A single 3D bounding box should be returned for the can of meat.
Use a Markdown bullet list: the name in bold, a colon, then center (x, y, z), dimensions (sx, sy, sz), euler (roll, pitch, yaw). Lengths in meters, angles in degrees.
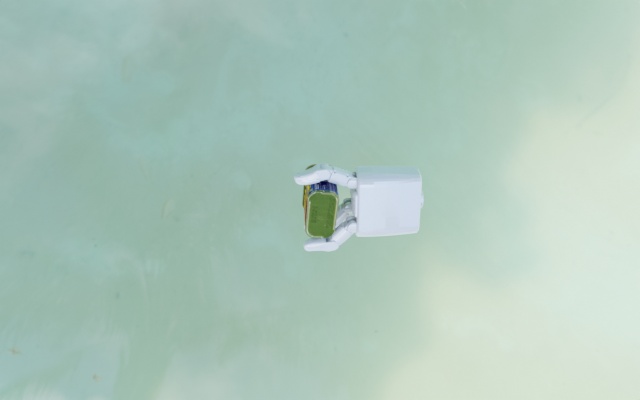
- **can of meat**: center (0.000, 0.003, 0.817), dimensions (0.057, 0.102, 0.084), euler (2, 35, -6)
